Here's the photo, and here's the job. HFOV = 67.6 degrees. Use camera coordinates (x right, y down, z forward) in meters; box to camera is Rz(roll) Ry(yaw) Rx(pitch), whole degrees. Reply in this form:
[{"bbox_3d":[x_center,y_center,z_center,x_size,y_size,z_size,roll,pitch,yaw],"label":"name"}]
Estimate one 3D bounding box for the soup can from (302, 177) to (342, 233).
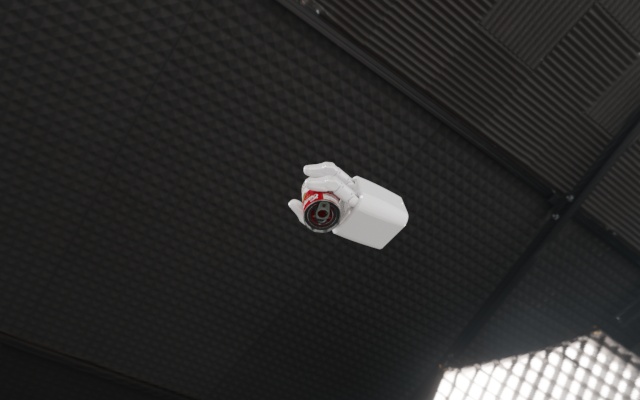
[{"bbox_3d":[0.000,0.003,0.881,0.068,0.068,0.102,0,31,-4],"label":"soup can"}]
